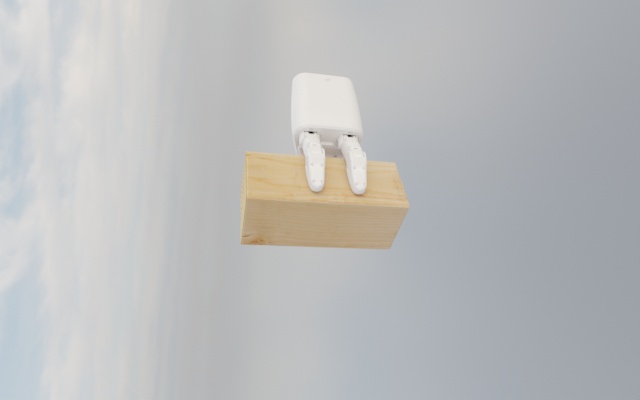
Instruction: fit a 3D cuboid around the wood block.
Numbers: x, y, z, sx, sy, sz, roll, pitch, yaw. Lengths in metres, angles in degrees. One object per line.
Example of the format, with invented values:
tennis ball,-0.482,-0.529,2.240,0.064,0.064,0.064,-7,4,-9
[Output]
wood block,0.000,0.002,0.640,0.206,0.090,0.091,3,-45,-13
